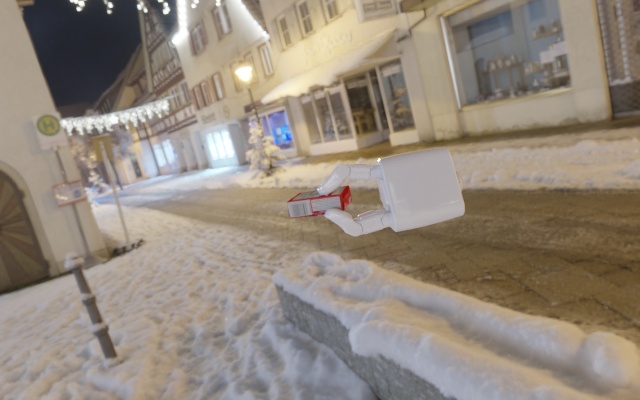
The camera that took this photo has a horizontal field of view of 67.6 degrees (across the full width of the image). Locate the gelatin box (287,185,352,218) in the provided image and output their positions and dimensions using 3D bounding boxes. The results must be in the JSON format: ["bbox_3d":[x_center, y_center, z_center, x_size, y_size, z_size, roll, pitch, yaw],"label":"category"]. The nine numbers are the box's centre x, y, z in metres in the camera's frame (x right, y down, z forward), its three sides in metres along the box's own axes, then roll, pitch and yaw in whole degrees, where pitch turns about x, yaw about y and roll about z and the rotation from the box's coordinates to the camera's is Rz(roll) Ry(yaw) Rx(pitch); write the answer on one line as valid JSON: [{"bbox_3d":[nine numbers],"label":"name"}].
[{"bbox_3d":[0.000,0.002,0.754,0.089,0.030,0.073,-7,10,14],"label":"gelatin box"}]
